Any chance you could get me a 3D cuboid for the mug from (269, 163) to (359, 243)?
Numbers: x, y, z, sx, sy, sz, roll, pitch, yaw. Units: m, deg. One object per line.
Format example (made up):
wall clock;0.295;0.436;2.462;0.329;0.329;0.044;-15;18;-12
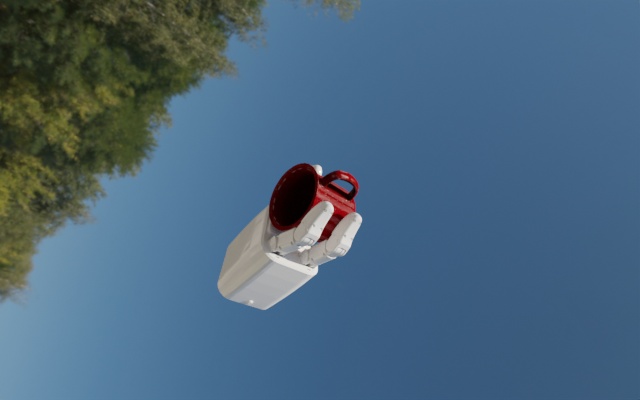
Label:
mug;0.001;0.001;0.628;0.081;0.093;0.117;27;-55;-38
